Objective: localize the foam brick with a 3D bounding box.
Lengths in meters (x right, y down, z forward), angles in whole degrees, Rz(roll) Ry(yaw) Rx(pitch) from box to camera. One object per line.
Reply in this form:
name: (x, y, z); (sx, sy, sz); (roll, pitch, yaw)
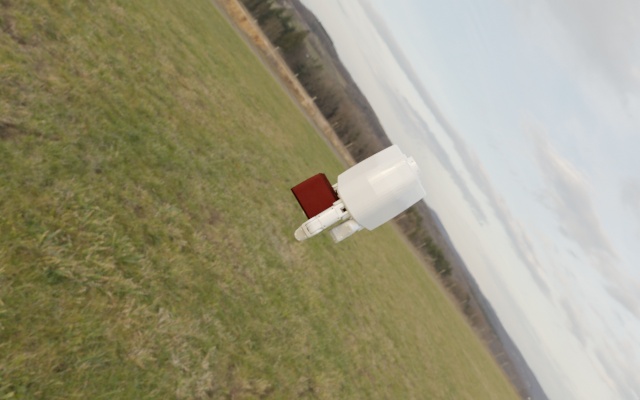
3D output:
foam brick: (0.000, 0.002, 0.729); (0.051, 0.078, 0.053); (-31, -3, 10)
